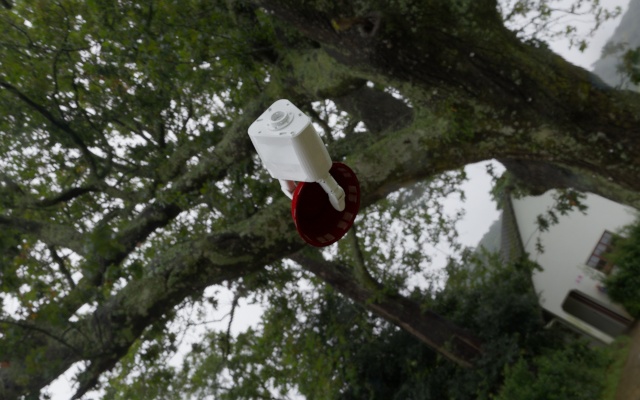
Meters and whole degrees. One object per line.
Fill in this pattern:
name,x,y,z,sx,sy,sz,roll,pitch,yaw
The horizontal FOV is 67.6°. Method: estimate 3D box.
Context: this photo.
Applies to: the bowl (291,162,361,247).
bowl,0.000,0.004,0.895,0.162,0.162,0.055,0,13,-42
